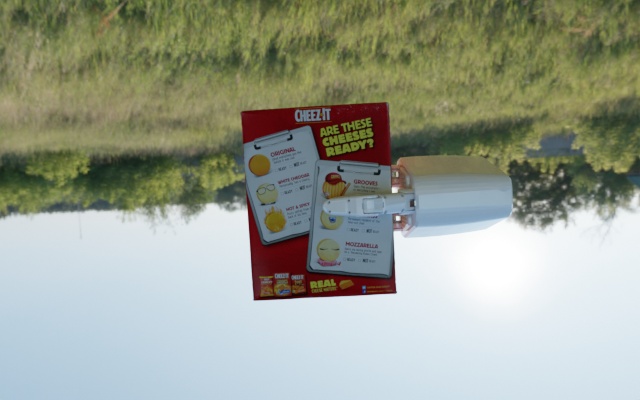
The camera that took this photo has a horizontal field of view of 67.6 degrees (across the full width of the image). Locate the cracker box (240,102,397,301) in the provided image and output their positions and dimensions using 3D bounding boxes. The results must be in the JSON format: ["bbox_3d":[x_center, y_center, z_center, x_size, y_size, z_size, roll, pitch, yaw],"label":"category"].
[{"bbox_3d":[0.000,0.002,0.555,0.164,0.214,0.072,-3,3,1],"label":"cracker box"}]
